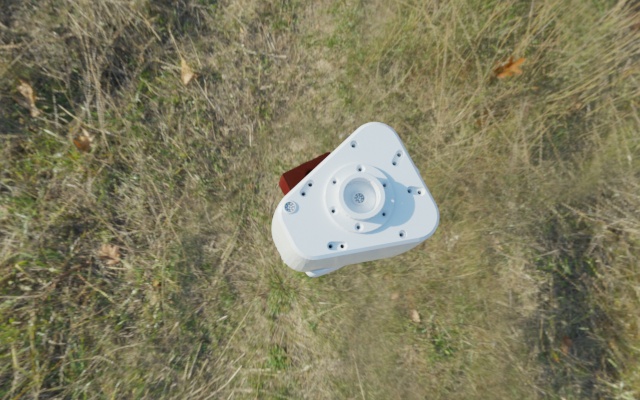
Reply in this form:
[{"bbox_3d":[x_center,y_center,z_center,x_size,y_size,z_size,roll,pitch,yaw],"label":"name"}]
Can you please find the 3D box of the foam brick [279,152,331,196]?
[{"bbox_3d":[0.000,0.001,0.466,0.053,0.078,0.051,-26,-7,-12],"label":"foam brick"}]
